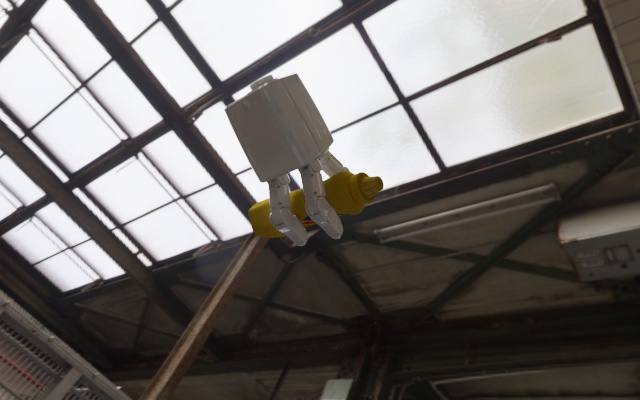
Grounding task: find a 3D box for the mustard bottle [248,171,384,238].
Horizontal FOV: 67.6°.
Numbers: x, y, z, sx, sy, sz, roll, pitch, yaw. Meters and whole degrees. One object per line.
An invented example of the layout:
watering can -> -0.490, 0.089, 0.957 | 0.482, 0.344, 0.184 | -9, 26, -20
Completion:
mustard bottle -> 0.000, 0.002, 0.639 | 0.192, 0.058, 0.096 | -19, -10, 37
